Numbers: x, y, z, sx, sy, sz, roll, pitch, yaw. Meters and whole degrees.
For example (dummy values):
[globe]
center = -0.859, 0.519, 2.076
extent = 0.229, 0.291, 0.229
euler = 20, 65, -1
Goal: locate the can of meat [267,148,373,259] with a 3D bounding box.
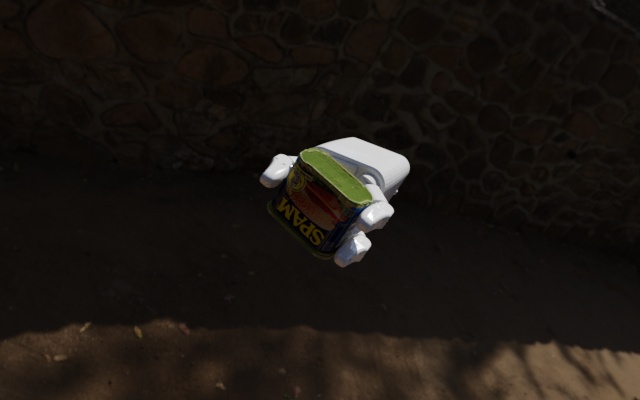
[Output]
[can of meat]
center = 0.000, 0.002, 0.551
extent = 0.102, 0.084, 0.057
euler = 42, 31, 17
